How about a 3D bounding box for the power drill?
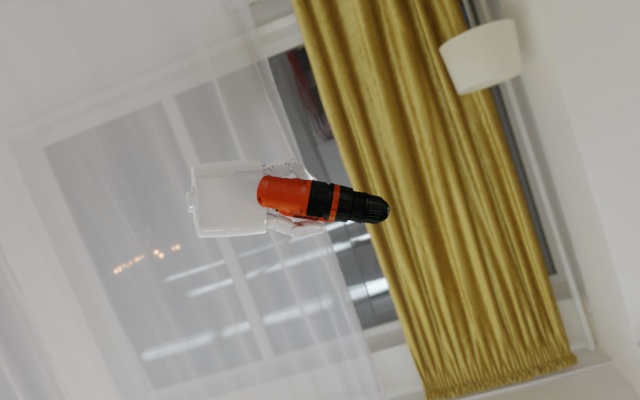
[{"bbox_3d":[0.000,0.002,0.724,0.184,0.057,0.187,12,-4,-3],"label":"power drill"}]
